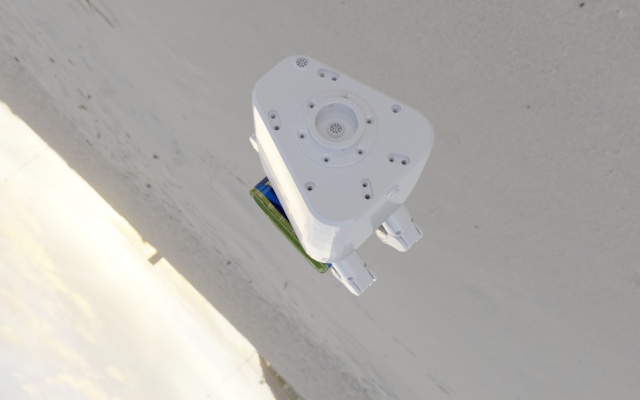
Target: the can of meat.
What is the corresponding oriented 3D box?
[{"bbox_3d":[0.000,0.002,0.424,0.084,0.102,0.057,-42,-8,-13],"label":"can of meat"}]
